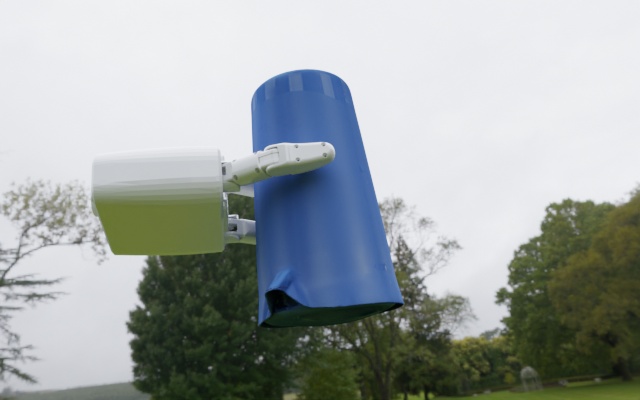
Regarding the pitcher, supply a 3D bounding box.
[{"bbox_3d":[0.000,0.002,0.481,0.145,0.242,0.149,-4,-20,-12],"label":"pitcher"}]
